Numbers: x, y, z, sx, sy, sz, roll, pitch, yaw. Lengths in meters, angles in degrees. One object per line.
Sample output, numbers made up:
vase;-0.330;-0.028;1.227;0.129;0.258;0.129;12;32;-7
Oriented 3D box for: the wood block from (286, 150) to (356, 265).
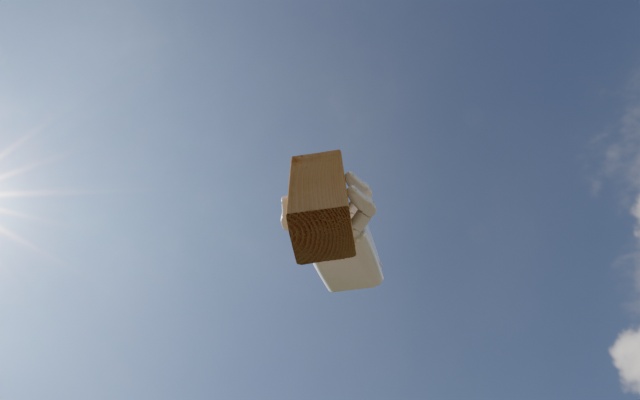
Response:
wood block;0.000;0.003;0.766;0.091;0.090;0.206;-9;28;3
